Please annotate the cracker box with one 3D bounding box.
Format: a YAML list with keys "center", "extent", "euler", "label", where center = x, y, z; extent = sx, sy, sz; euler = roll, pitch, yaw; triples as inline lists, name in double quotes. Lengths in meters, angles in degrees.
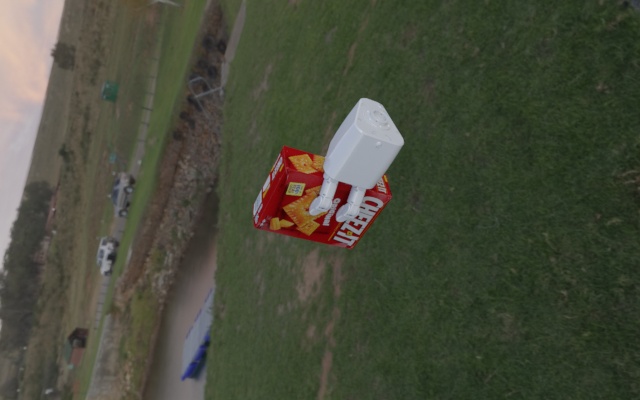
- center: [0.000, 0.003, 0.896]
  extent: [0.214, 0.072, 0.164]
  euler: [15, -49, -22]
  label: "cracker box"
